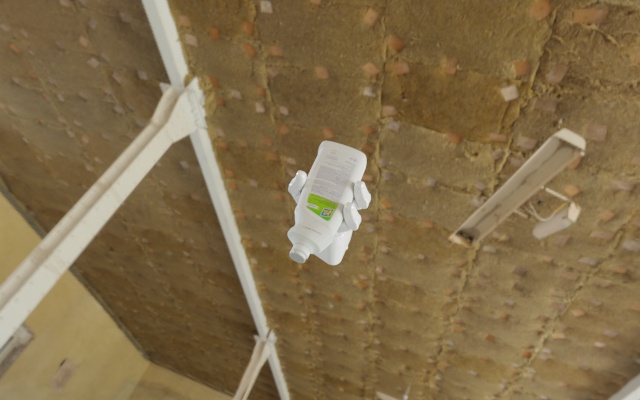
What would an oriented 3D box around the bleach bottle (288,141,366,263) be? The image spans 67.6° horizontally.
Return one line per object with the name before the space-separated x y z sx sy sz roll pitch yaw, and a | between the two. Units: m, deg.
bleach bottle | 0.000 0.003 0.873 0.102 0.250 0.068 18 -36 13
